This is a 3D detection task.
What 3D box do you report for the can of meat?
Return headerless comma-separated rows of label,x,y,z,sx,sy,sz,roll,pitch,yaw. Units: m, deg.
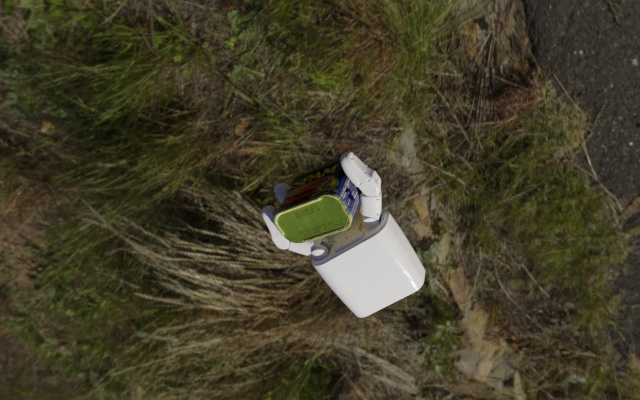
can of meat,0.000,0.002,0.588,0.102,0.057,0.084,-21,25,29
